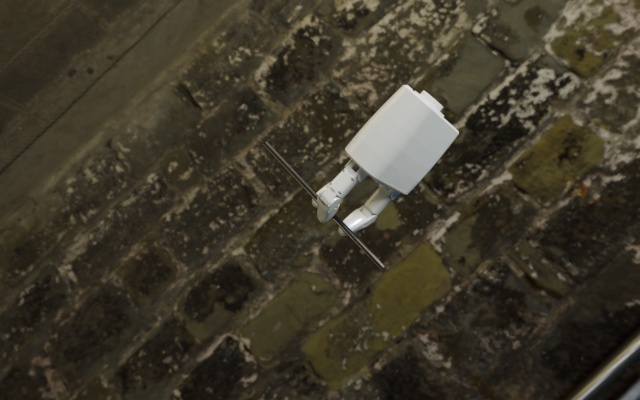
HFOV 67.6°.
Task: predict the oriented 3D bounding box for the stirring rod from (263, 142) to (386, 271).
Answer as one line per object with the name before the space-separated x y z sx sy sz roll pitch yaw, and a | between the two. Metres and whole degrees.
stirring rod | 0.000 0.002 0.631 0.239 0.011 0.011 47 20 20
